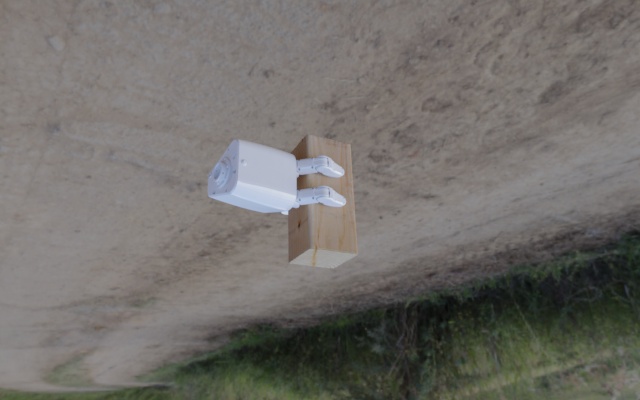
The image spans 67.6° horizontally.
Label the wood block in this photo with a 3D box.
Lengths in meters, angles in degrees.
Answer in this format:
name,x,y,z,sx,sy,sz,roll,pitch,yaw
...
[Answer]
name,x,y,z,sx,sy,sz,roll,pitch,yaw
wood block,0.000,0.003,0.829,0.090,0.206,0.091,10,-26,-25
